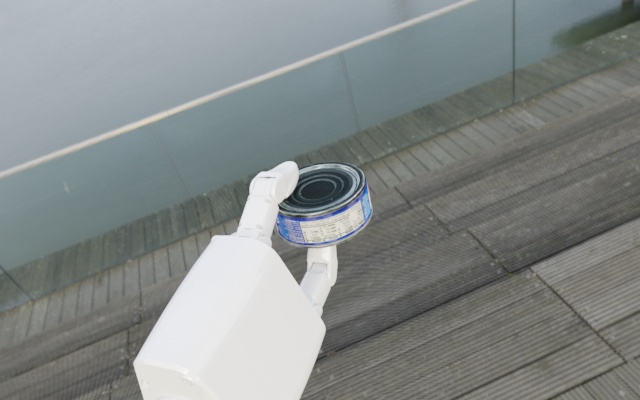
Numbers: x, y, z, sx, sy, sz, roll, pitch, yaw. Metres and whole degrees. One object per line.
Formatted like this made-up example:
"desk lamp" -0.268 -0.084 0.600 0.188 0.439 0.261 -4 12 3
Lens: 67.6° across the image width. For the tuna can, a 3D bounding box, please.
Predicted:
"tuna can" 0.000 0.001 0.409 0.086 0.034 0.086 -10 32 7
